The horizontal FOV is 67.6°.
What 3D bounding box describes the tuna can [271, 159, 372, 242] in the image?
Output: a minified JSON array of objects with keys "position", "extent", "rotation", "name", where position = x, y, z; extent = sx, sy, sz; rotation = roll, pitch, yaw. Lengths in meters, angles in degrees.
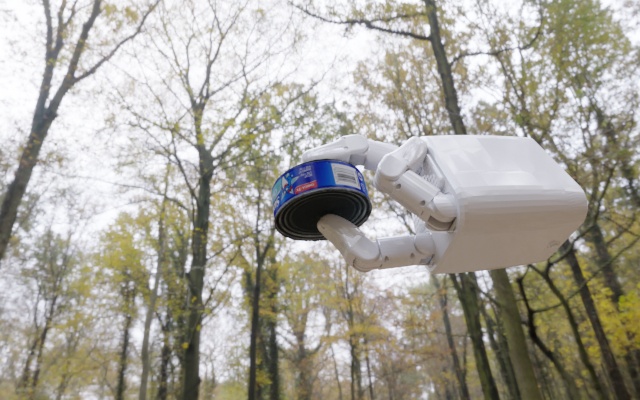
[{"position":[0.000,0.001,0.420],"extent":[0.086,0.033,0.086],"rotation":[-8,-32,-5],"name":"tuna can"}]
